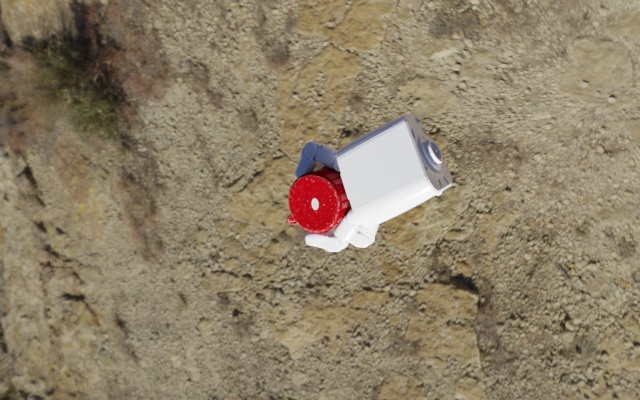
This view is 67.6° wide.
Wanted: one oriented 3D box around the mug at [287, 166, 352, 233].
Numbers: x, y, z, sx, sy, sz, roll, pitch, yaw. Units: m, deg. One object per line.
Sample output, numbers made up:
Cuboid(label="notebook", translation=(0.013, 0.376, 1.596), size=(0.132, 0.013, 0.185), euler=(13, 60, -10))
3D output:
Cuboid(label="mug", translation=(-0.001, 0.003, 0.662), size=(0.117, 0.093, 0.081), euler=(-29, -5, 31))
